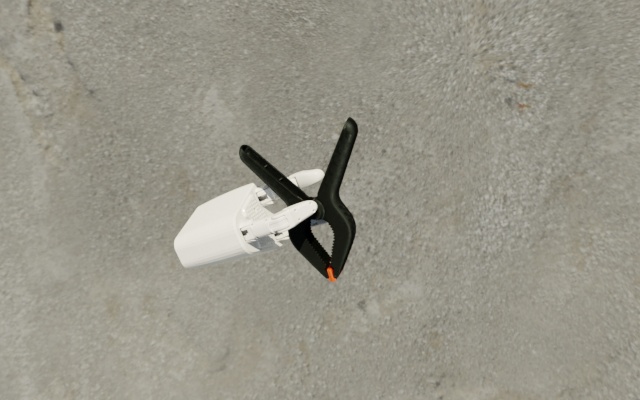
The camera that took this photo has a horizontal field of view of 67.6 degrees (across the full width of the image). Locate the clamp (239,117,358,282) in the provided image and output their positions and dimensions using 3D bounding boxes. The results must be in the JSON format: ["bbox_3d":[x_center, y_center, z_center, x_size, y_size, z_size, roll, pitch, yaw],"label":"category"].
[{"bbox_3d":[0.000,0.003,0.614,0.164,0.210,0.036,-18,10,26],"label":"clamp"}]
